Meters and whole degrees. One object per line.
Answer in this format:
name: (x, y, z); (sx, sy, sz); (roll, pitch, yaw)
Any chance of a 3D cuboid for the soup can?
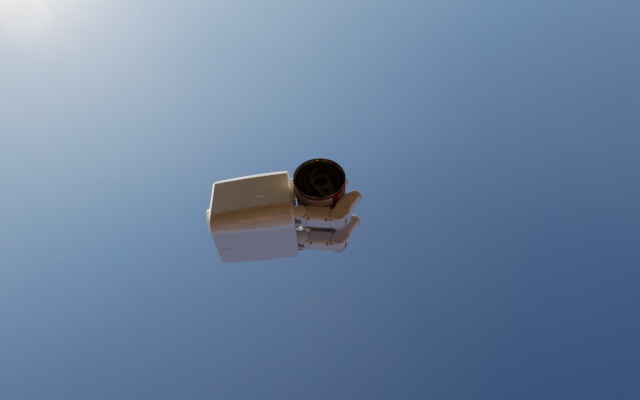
soup can: (0.001, 0.002, 0.650); (0.068, 0.068, 0.102); (0, -39, 3)
